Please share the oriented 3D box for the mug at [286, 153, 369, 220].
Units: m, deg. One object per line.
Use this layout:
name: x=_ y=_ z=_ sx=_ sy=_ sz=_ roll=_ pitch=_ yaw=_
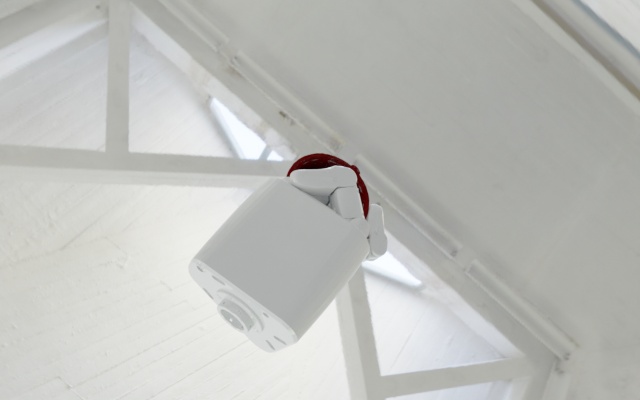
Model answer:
mug: x=0.001 y=0.001 z=0.522 sx=0.117 sy=0.093 sz=0.081 roll=-46 pitch=0 yaw=-34
